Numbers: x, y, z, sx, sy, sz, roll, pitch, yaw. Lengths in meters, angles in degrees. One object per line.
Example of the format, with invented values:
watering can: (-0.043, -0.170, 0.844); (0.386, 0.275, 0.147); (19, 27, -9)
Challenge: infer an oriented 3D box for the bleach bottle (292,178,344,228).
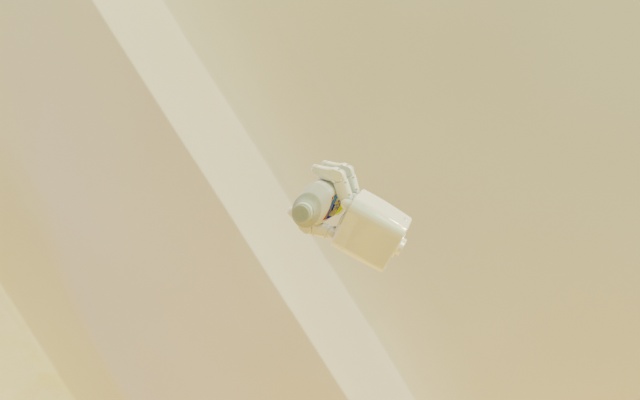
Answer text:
bleach bottle: (0.000, 0.003, 0.869); (0.068, 0.102, 0.250); (31, 19, 8)
